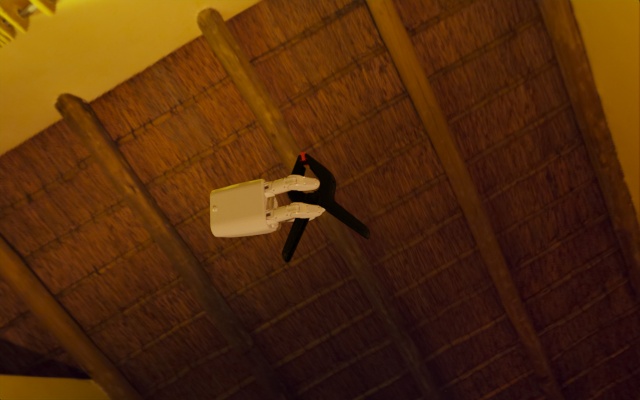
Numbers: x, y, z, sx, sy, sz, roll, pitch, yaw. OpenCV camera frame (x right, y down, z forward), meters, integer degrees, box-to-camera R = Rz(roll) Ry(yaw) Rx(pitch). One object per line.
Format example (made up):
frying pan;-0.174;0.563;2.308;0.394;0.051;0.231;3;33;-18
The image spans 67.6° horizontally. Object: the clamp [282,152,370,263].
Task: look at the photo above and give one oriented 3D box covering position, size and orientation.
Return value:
clamp;0.000;0.003;0.894;0.164;0.210;0.036;-10;-23;8
